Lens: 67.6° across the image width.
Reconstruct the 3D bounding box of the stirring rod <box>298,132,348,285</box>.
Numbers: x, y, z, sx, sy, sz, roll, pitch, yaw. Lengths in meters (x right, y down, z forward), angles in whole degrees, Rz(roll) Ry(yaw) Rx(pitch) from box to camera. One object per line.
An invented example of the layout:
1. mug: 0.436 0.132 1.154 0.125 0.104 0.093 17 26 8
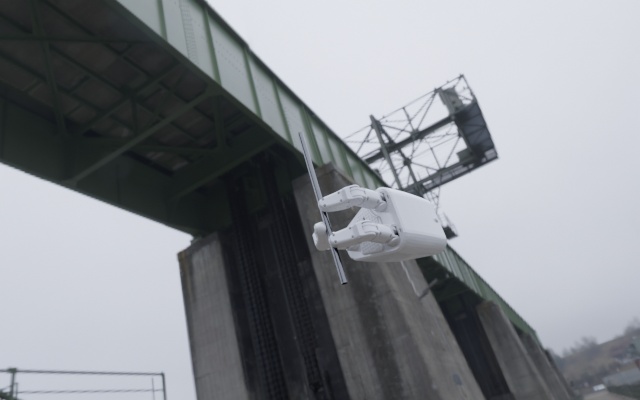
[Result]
1. stirring rod: 0.000 0.002 0.654 0.011 0.239 0.011 -13 -28 -7
